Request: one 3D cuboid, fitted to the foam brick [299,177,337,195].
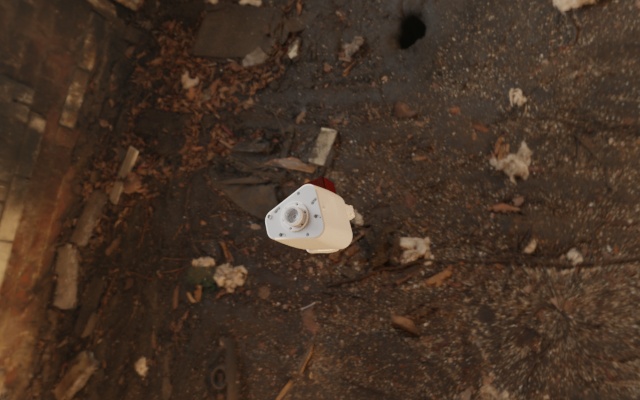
[{"bbox_3d":[0.000,0.003,0.896,0.053,0.078,0.051,-21,-21,21],"label":"foam brick"}]
